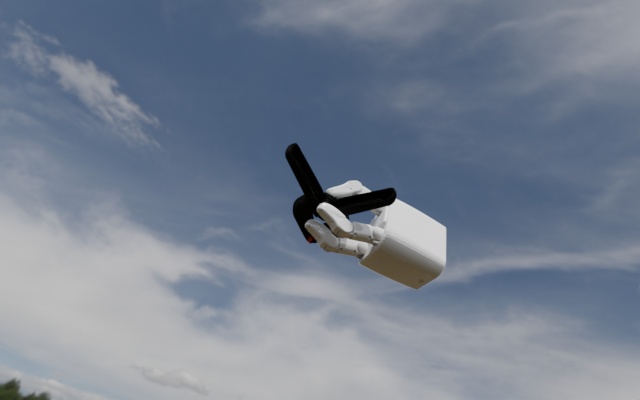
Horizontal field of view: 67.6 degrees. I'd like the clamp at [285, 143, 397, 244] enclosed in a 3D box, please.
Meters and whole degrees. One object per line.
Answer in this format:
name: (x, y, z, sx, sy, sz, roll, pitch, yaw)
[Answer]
clamp: (0.000, 0.002, 0.726, 0.164, 0.036, 0.210, 29, -34, -5)
